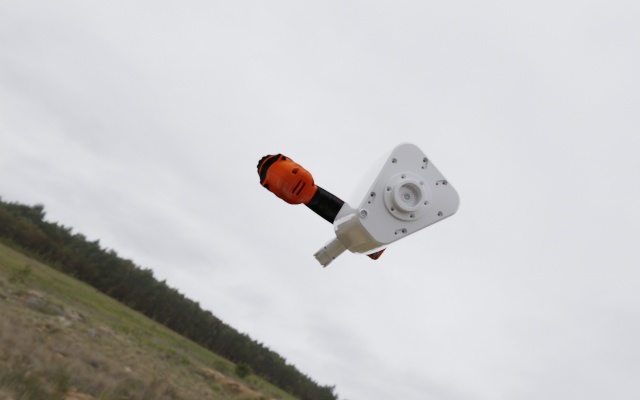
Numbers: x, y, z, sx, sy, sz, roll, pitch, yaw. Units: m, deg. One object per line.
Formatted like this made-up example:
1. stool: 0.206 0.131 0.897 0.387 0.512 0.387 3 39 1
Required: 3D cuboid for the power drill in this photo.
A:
1. power drill: 0.001 0.002 0.653 0.188 0.057 0.184 31 3 -21
